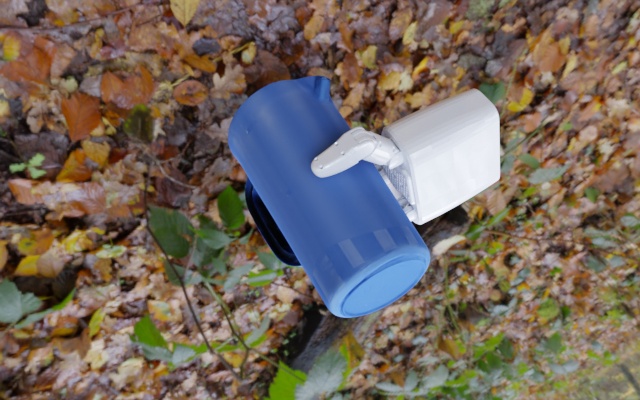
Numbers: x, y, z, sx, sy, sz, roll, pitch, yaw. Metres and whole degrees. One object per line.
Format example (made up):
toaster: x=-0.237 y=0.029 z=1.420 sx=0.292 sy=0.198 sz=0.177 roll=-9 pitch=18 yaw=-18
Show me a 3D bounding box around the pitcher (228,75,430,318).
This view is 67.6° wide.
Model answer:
pitcher: x=0.000 y=0.002 z=0.506 sx=0.145 sy=0.242 sz=0.149 roll=-26 pitch=-33 yaw=-8
